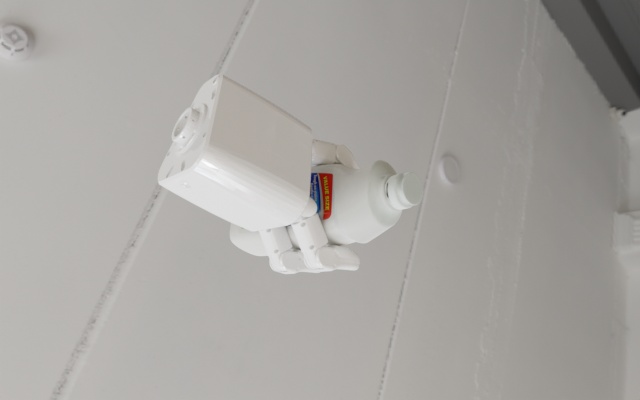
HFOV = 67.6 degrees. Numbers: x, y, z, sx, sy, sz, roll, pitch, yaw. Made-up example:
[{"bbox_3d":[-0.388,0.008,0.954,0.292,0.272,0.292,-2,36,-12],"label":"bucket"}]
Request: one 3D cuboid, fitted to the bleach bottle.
[{"bbox_3d":[0.000,0.002,0.502,0.068,0.102,0.251,30,-27,-32],"label":"bleach bottle"}]
